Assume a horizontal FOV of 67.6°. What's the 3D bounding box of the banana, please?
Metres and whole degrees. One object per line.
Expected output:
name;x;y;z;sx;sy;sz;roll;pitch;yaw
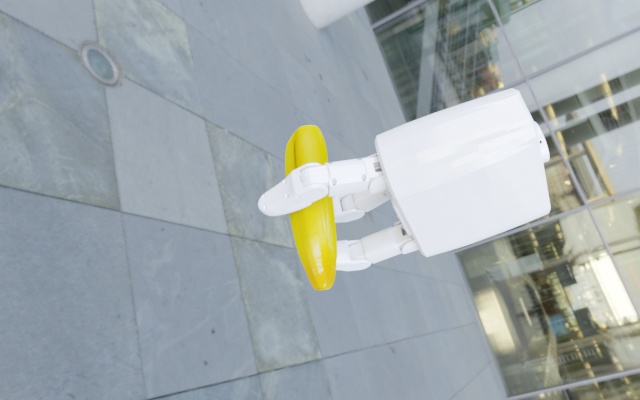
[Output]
banana;-0.007;-0.014;0.421;0.037;0.070;0.197;-18;37;11
